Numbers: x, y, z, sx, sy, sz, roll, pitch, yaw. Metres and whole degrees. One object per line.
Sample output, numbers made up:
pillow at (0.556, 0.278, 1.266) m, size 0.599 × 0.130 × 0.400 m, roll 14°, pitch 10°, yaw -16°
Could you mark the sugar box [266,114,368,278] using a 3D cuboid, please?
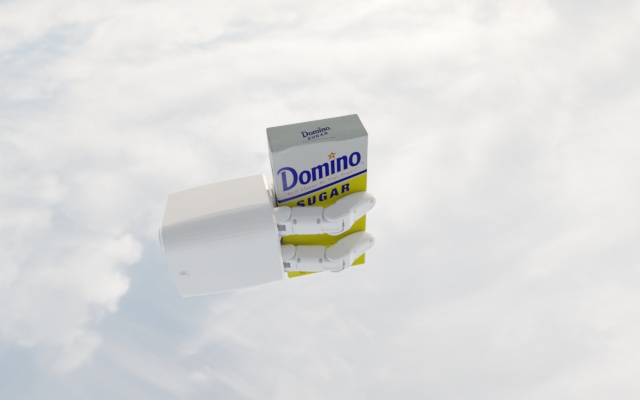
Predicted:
sugar box at (0.000, 0.002, 0.496) m, size 0.093 × 0.176 × 0.048 m, roll -11°, pitch 43°, yaw -8°
